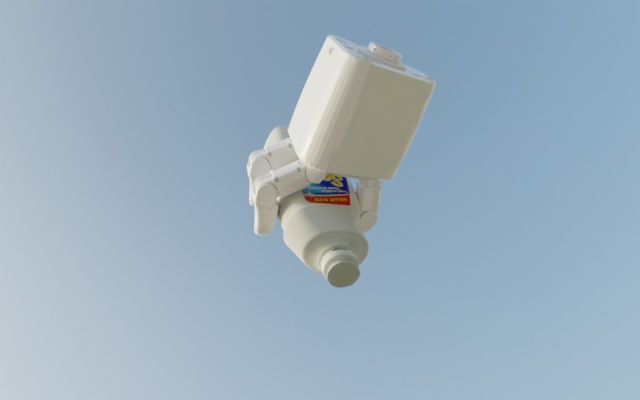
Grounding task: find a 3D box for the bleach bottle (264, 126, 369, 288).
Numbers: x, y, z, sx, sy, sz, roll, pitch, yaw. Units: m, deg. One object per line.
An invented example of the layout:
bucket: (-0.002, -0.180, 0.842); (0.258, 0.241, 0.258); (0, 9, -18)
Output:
bleach bottle: (0.000, 0.002, 0.503); (0.102, 0.068, 0.250); (15, 25, -22)
